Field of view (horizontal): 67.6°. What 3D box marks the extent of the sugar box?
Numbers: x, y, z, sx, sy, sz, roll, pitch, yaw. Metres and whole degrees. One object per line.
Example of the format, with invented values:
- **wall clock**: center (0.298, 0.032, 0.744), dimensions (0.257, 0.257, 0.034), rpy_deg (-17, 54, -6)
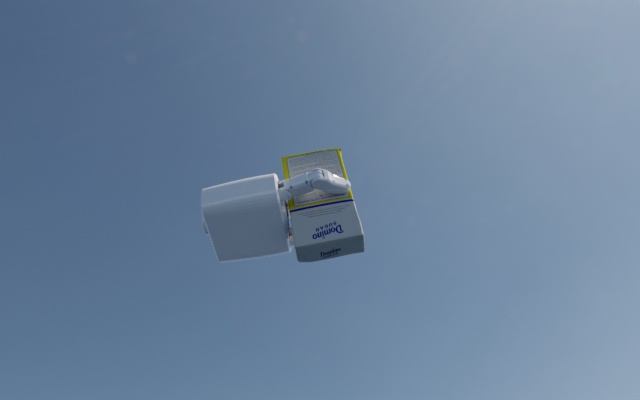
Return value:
- **sugar box**: center (0.000, 0.003, 0.683), dimensions (0.093, 0.176, 0.048), rpy_deg (-10, -40, -1)
